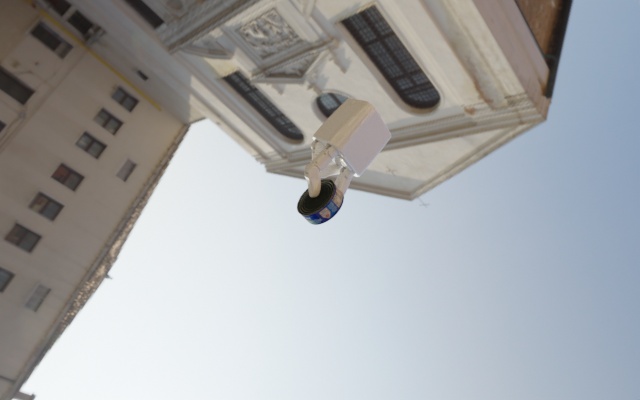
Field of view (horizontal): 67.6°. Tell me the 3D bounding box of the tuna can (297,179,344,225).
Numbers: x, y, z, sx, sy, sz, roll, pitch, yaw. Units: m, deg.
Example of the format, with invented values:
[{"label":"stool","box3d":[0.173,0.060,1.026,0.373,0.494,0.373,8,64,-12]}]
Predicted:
[{"label":"tuna can","box3d":[0.000,0.003,0.882,0.086,0.086,0.034,0,-39,47]}]
